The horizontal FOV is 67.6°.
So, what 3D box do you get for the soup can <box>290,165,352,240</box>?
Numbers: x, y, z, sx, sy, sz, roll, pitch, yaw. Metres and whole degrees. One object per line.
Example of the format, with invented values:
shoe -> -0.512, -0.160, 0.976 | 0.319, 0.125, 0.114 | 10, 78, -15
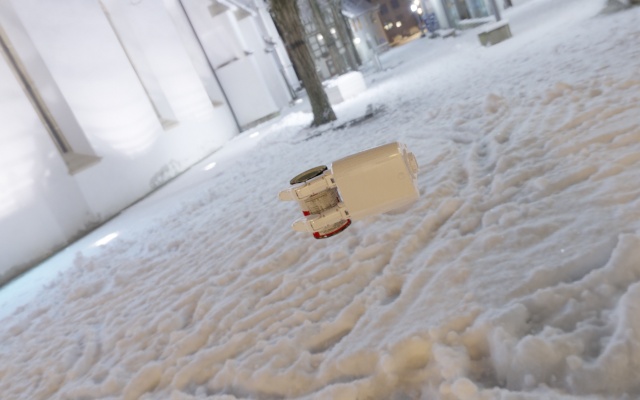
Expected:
soup can -> 0.000, 0.002, 0.772 | 0.068, 0.102, 0.068 | -23, 15, 6
